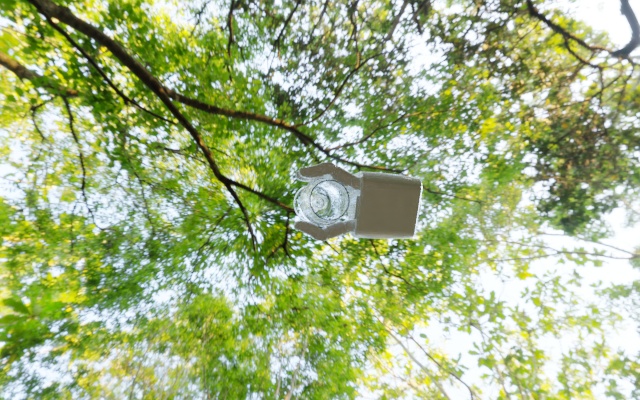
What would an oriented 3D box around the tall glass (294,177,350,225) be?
[{"bbox_3d":[0.000,0.003,0.814,0.079,0.079,0.201,0,-2,-8],"label":"tall glass"}]
